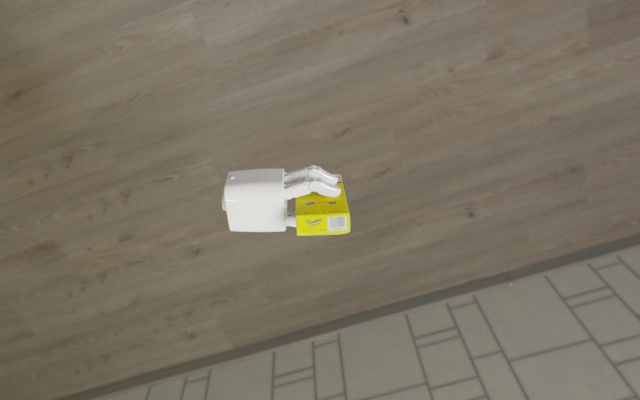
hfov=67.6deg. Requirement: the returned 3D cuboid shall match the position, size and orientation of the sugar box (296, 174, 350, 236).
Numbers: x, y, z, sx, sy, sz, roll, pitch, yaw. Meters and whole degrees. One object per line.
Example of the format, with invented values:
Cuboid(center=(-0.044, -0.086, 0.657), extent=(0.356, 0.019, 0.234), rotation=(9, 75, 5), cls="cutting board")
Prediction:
Cuboid(center=(0.000, 0.002, 0.884), extent=(0.093, 0.048, 0.176), rotation=(-2, 28, -3), cls="sugar box")
